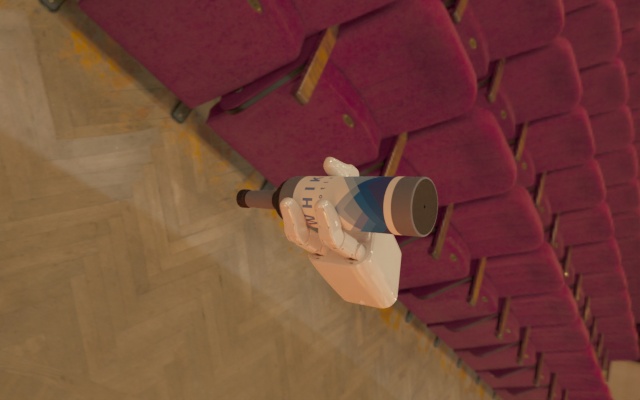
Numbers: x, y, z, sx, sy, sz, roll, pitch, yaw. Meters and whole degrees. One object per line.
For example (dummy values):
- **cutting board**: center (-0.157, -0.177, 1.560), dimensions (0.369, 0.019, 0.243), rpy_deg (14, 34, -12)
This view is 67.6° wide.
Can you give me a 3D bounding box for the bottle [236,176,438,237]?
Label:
- **bottle**: center (0.000, 0.002, 0.615), dimensions (0.295, 0.069, 0.069), rpy_deg (2, 1, 39)
